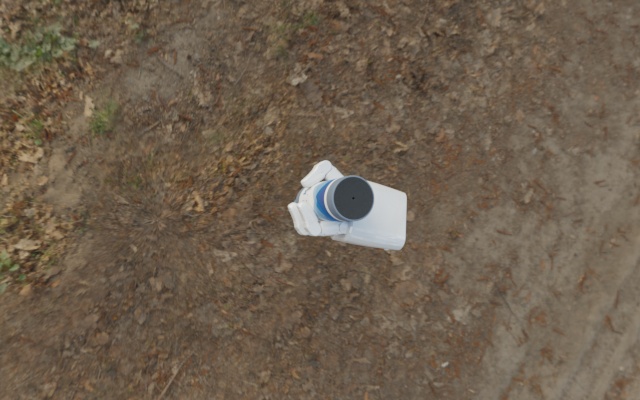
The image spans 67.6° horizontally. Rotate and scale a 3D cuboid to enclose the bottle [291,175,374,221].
[{"bbox_3d":[0.000,0.003,0.823,0.069,0.069,0.296,0,-2,-19],"label":"bottle"}]
